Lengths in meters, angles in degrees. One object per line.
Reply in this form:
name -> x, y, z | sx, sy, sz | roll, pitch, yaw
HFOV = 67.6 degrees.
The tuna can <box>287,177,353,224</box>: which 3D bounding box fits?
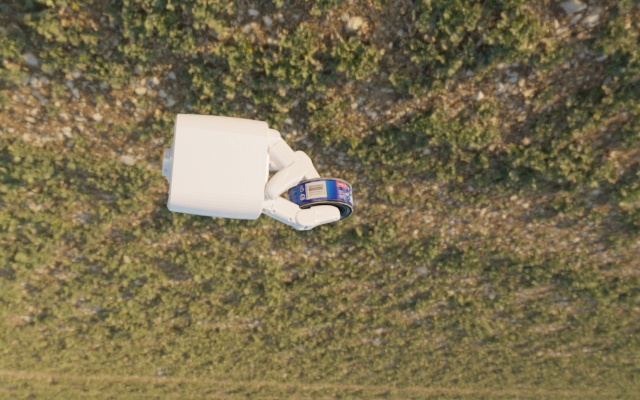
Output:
tuna can -> 0.000, 0.003, 0.627 | 0.086, 0.033, 0.086 | -5, -22, -2
